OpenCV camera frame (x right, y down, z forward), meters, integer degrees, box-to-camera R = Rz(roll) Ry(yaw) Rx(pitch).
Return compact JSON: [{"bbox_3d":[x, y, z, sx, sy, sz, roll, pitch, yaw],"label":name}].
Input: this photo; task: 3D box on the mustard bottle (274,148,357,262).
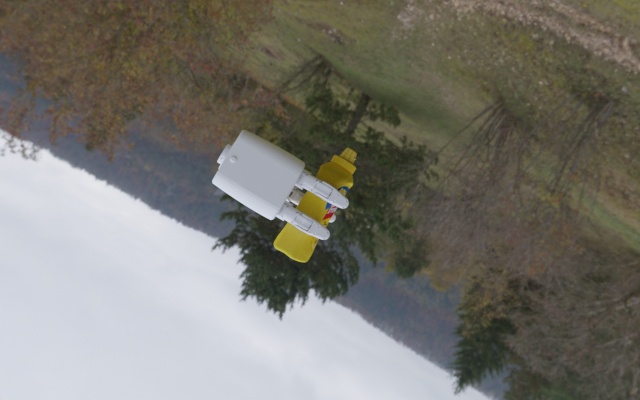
[{"bbox_3d":[0.000,0.003,0.752,0.058,0.191,0.096,30,-1,15],"label":"mustard bottle"}]
